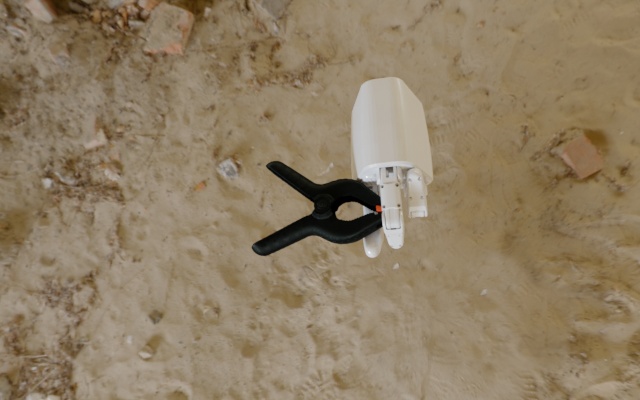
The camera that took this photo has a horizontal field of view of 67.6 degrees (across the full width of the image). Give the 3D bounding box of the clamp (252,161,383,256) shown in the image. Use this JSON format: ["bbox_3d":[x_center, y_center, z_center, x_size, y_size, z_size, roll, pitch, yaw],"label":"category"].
[{"bbox_3d":[0.000,0.002,0.571,0.171,0.120,0.039,-5,-14,11],"label":"clamp"}]
